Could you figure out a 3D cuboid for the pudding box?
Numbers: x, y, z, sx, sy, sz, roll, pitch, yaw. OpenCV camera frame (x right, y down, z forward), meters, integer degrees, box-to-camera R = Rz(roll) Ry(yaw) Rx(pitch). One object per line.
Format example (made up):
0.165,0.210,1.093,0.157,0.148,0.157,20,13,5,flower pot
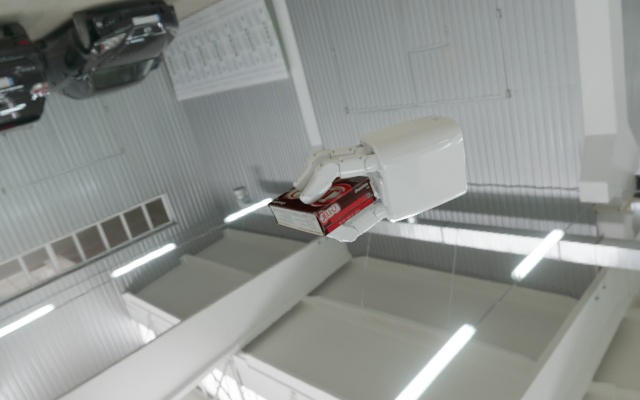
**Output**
0.000,0.002,0.604,0.090,0.039,0.113,-32,21,-29,pudding box
